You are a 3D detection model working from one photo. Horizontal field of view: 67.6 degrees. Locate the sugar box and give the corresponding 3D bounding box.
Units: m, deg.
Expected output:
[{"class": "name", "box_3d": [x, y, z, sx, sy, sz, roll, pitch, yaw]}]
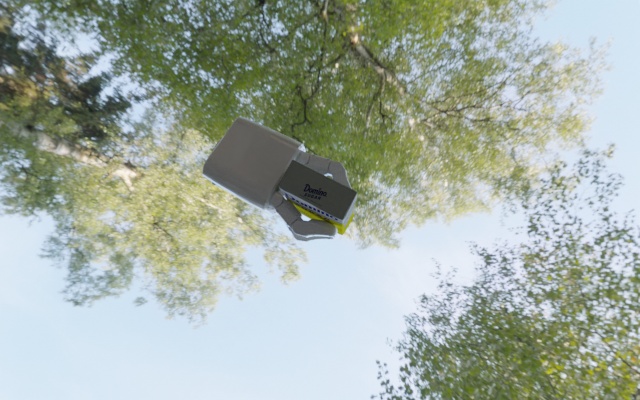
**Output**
[{"class": "sugar box", "box_3d": [0.000, 0.003, 0.660, 0.093, 0.048, 0.176, 27, -5, 8]}]
